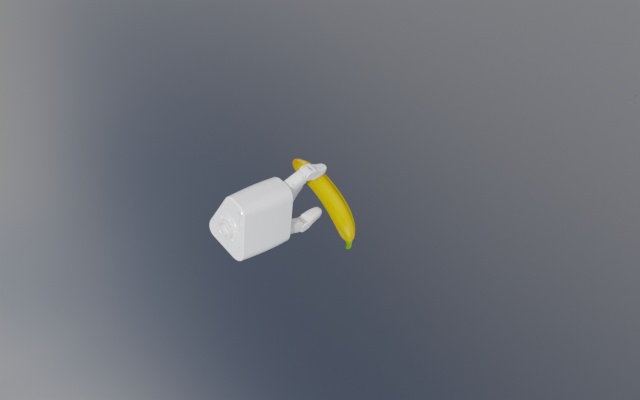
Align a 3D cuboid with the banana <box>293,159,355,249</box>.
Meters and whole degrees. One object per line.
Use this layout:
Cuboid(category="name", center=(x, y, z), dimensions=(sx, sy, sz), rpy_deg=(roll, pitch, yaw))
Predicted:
Cuboid(category="banana", center=(0.012, -0.001, 0.875), dimensions=(0.037, 0.198, 0.070), rpy_deg=(-28, -5, -39))
